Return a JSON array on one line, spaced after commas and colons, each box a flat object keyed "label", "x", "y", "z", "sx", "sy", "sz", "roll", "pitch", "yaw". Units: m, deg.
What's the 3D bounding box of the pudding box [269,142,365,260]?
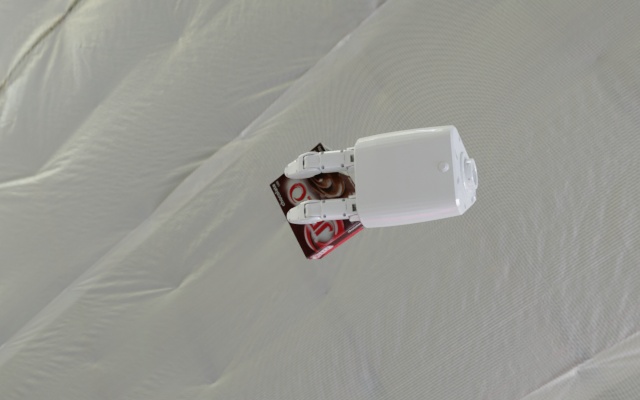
[{"label": "pudding box", "x": 0.000, "y": 0.002, "z": 0.578, "sx": 0.090, "sy": 0.113, "sz": 0.039, "roll": -38, "pitch": -25, "yaw": 21}]
